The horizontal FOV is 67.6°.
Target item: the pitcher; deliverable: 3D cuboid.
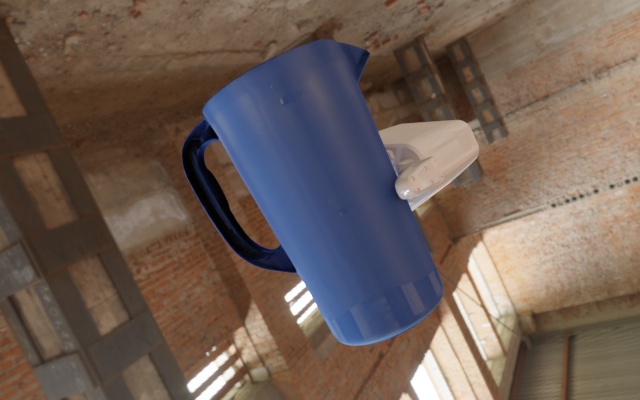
[{"bbox_3d":[0.000,0.001,0.421,0.145,0.243,0.149,-30,5,-40],"label":"pitcher"}]
